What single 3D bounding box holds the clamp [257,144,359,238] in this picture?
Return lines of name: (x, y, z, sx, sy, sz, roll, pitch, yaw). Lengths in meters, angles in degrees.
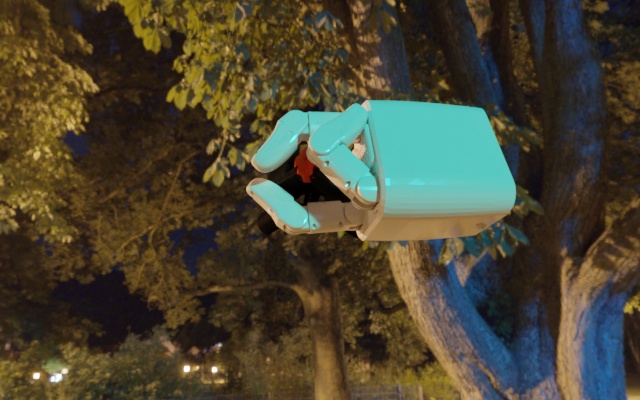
clamp: (0.000, 0.001, 0.463, 0.120, 0.039, 0.171, 0, -20, -8)
